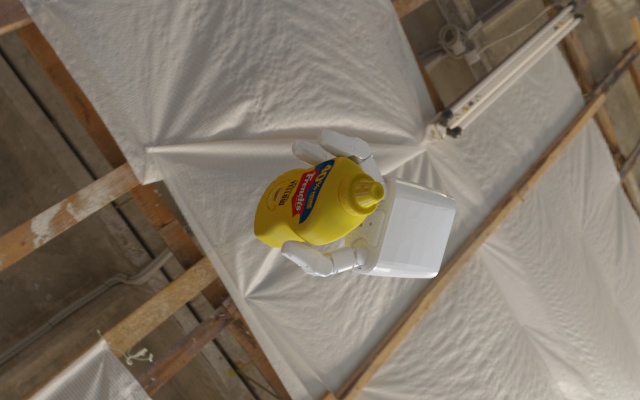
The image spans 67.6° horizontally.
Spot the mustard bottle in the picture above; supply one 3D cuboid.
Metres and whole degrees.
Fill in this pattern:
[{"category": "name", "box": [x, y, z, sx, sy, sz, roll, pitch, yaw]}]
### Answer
[{"category": "mustard bottle", "box": [0.000, 0.002, 0.509, 0.058, 0.096, 0.191, 37, -24, -24]}]
